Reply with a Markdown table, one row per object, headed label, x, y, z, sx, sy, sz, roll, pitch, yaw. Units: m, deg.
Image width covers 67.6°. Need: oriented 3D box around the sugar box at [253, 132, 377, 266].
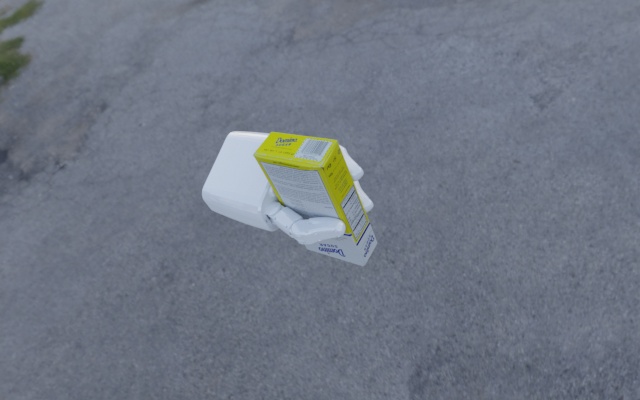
| label | x | y | z | sx | sy | sz | roll | pitch | yaw |
| --- | --- | --- | --- | --- | --- | --- | --- | --- | --- |
| sugar box | 0.000 | 0.001 | 0.561 | 0.093 | 0.048 | 0.176 | 13 | -32 | 33 |
